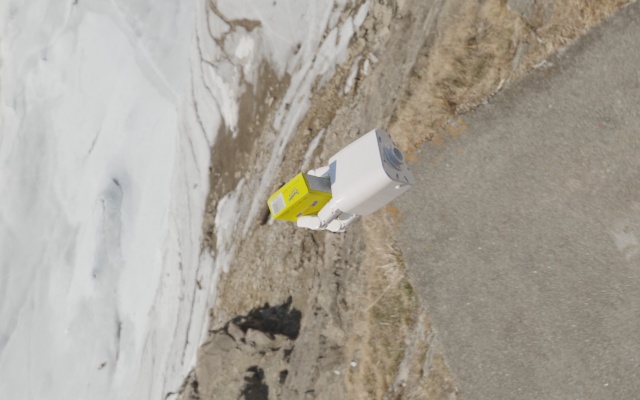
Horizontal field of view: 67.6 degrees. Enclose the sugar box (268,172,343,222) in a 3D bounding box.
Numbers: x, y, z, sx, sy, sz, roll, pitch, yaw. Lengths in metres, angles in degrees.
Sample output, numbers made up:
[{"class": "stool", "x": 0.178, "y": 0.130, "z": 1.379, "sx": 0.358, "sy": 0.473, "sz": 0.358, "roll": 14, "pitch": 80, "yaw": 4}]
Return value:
[{"class": "sugar box", "x": 0.000, "y": 0.003, "z": 0.858, "sx": 0.093, "sy": 0.048, "sz": 0.176, "roll": -36, "pitch": -30, "yaw": 32}]
